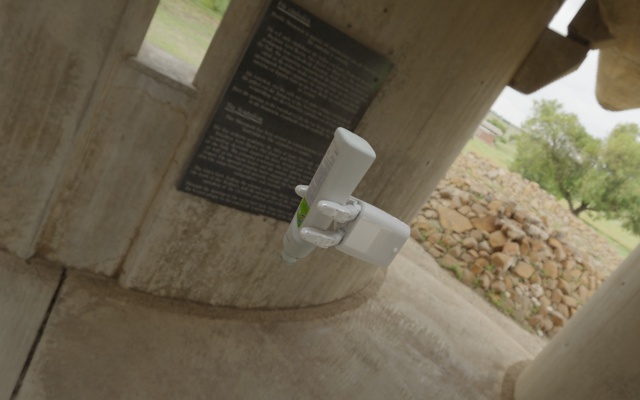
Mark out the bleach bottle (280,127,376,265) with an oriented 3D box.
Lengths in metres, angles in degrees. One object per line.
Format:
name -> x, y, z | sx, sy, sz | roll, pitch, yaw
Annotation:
bleach bottle -> 0.000, 0.003, 0.832 | 0.068, 0.251, 0.102 | 26, 19, -18
